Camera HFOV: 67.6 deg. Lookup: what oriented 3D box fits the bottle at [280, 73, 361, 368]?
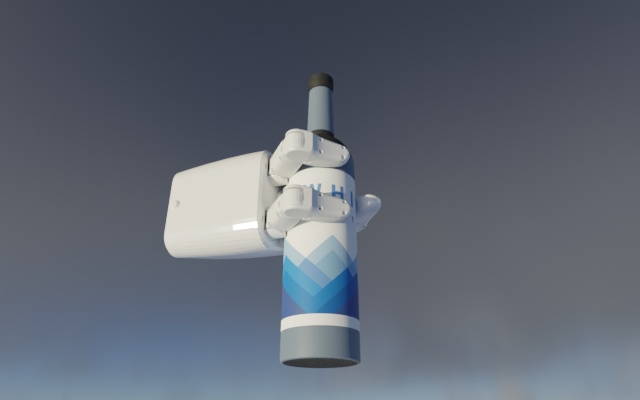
[{"bbox_3d":[0.000,0.002,0.456,0.069,0.295,0.069,0,-26,0],"label":"bottle"}]
